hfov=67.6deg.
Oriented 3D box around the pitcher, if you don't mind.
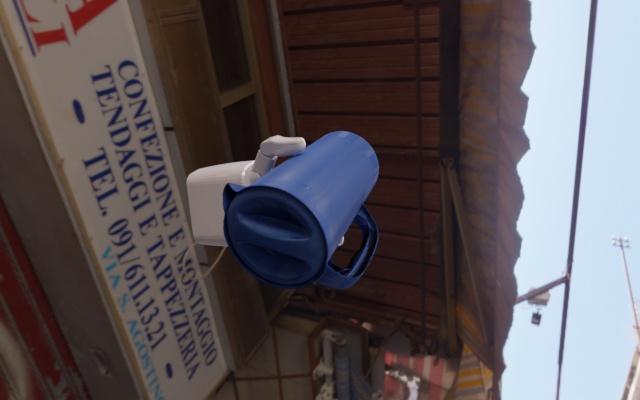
[{"bbox_3d":[0.000,0.002,0.625,0.145,0.149,0.242,-4,24,28],"label":"pitcher"}]
